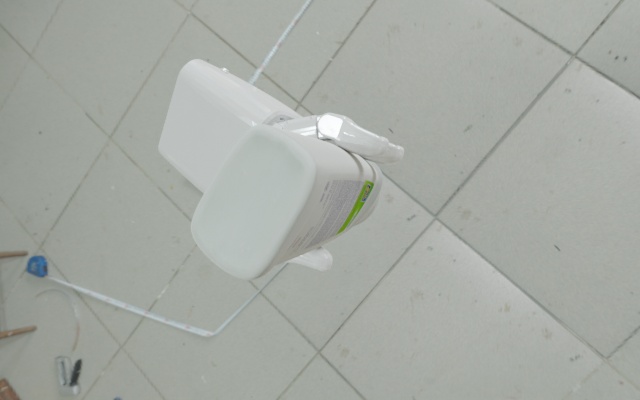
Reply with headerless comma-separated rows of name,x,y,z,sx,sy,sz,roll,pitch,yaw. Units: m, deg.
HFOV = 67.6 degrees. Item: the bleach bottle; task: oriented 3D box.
bleach bottle,0.000,0.001,0.419,0.068,0.102,0.251,36,11,18
